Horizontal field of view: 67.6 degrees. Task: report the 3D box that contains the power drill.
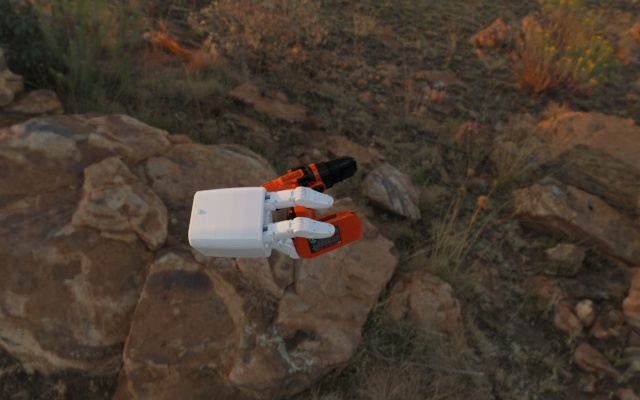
[{"bbox_3d":[0.000,0.003,0.784,0.184,0.057,0.187,-23,36,-6],"label":"power drill"}]
